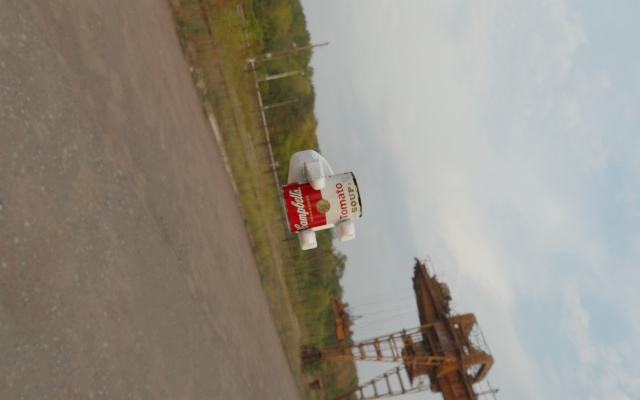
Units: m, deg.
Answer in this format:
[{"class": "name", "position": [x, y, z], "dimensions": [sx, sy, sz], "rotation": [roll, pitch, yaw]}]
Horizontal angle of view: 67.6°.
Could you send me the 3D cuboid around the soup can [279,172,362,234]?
[{"class": "soup can", "position": [0.000, 0.002, 0.656], "dimensions": [0.102, 0.068, 0.068], "rotation": [-12, 1, -4]}]
